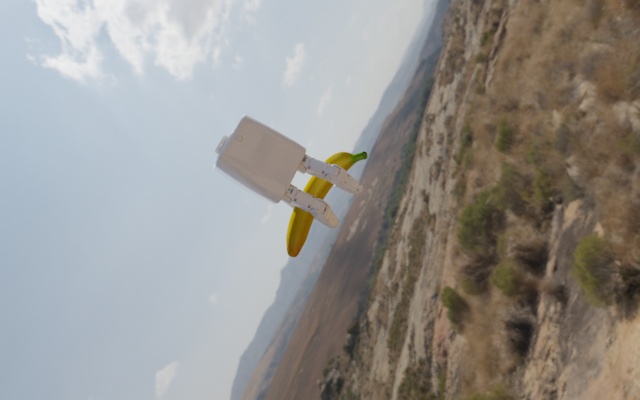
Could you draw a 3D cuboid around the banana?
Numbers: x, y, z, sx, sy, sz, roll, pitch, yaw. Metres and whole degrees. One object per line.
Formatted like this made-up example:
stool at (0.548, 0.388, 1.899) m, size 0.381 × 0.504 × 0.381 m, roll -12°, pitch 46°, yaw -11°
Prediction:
banana at (-0.005, -0.005, 0.751) m, size 0.037 × 0.198 × 0.069 m, roll 35°, pitch -2°, yaw -27°
